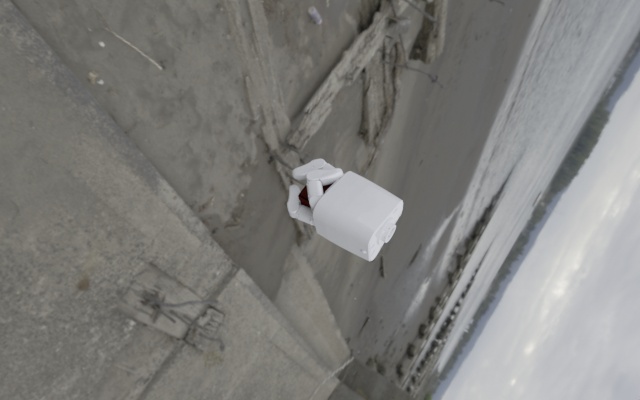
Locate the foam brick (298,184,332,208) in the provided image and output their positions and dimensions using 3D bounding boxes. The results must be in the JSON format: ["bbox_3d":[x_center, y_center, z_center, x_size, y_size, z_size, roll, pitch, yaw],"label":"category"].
[{"bbox_3d":[0.000,0.003,0.838,0.051,0.053,0.078,29,-22,21],"label":"foam brick"}]
